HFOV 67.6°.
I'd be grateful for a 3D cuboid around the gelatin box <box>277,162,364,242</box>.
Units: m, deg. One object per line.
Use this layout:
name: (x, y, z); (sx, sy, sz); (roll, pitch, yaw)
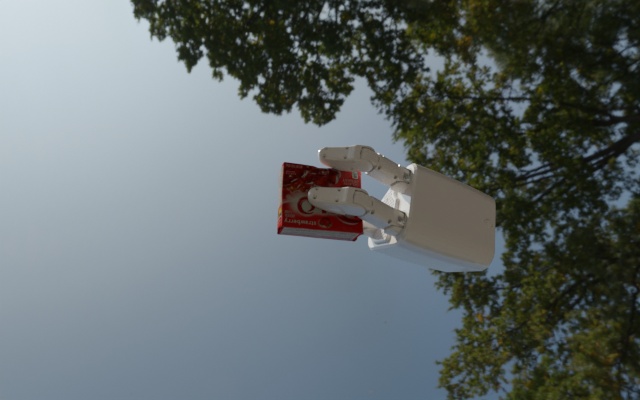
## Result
gelatin box: (0.000, 0.002, 0.507); (0.089, 0.073, 0.030); (6, -24, -14)
